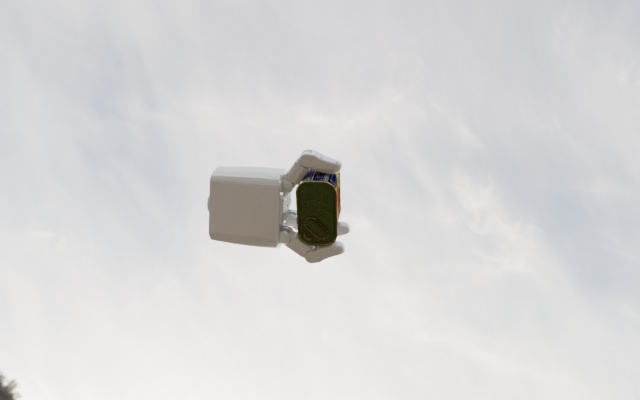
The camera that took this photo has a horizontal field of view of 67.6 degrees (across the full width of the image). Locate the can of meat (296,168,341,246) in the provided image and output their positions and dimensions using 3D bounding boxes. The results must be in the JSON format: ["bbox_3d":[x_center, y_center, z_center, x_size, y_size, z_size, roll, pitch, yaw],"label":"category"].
[{"bbox_3d":[0.000,0.002,0.702,0.057,0.102,0.084,2,26,7],"label":"can of meat"}]
